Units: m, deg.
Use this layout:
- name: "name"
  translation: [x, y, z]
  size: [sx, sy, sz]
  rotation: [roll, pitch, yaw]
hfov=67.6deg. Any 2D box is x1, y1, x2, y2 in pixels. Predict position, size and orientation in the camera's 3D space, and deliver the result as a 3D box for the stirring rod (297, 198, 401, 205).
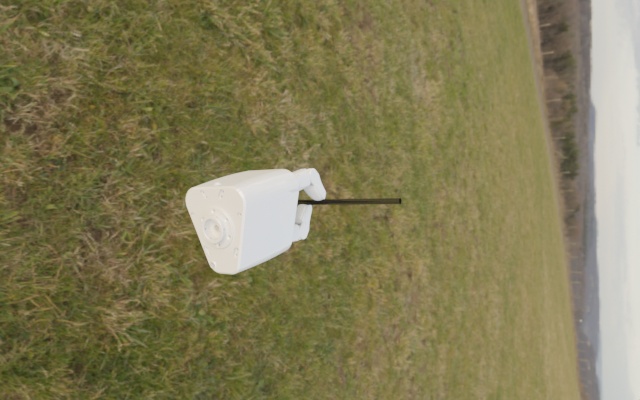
- name: "stirring rod"
  translation: [0.000, 0.002, 0.680]
  size: [0.239, 0.011, 0.011]
  rotation: [-1, 0, 31]
